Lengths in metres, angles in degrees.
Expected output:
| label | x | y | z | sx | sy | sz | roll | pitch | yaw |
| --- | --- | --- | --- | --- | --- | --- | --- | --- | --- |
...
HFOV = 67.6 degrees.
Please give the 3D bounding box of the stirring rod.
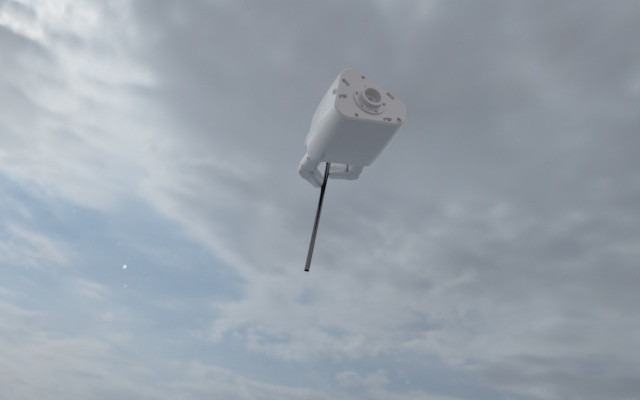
| label | x | y | z | sx | sy | sz | roll | pitch | yaw |
| --- | --- | --- | --- | --- | --- | --- | --- | --- | --- |
| stirring rod | 0.000 | 0.003 | 0.760 | 0.011 | 0.239 | 0.011 | 8 | -32 | 5 |
